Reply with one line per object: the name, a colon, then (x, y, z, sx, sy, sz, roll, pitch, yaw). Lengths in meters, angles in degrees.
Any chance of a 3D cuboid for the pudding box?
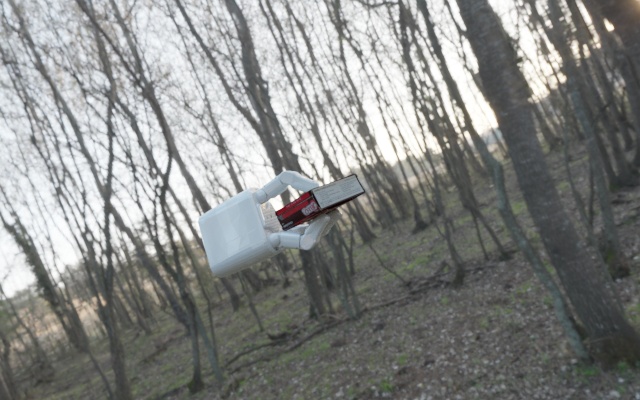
pudding box: (0.000, 0.002, 0.722, 0.090, 0.039, 0.113, -29, -3, 43)
